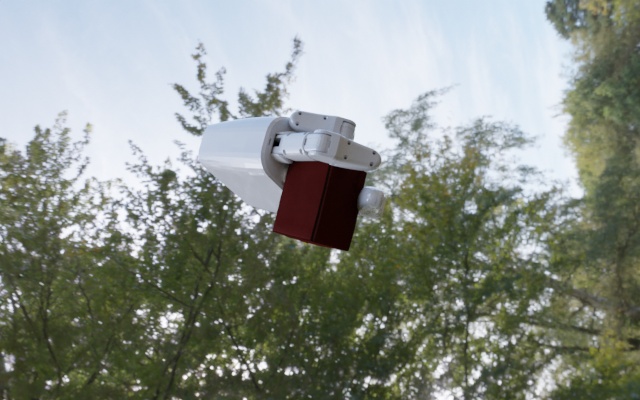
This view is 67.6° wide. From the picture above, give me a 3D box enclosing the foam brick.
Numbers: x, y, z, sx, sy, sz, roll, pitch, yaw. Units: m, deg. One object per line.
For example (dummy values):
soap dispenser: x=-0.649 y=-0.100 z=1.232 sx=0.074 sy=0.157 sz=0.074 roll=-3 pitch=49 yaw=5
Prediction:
foam brick: x=0.000 y=0.002 z=0.430 sx=0.051 sy=0.078 sz=0.053 roll=6 pitch=-12 yaw=41
